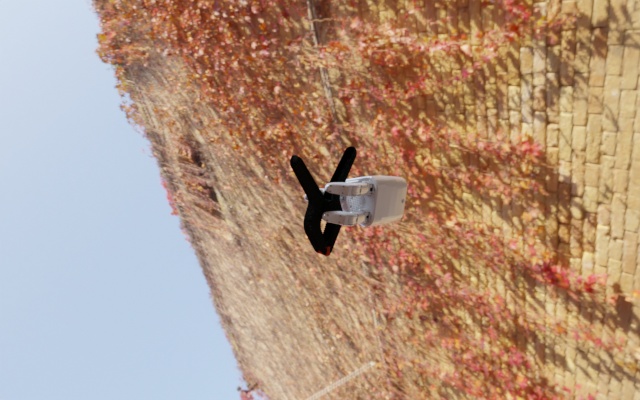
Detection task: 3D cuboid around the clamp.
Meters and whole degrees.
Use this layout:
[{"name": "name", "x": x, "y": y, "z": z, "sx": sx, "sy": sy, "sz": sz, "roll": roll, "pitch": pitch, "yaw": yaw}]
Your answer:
[{"name": "clamp", "x": 0.000, "y": 0.003, "z": 0.886, "sx": 0.036, "sy": 0.210, "sz": 0.164, "roll": 16, "pitch": 14, "yaw": 42}]
